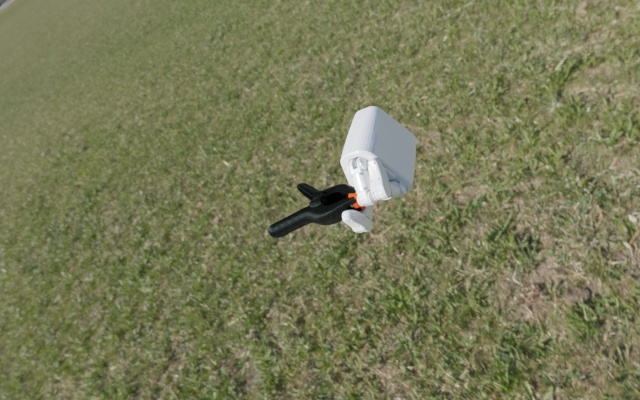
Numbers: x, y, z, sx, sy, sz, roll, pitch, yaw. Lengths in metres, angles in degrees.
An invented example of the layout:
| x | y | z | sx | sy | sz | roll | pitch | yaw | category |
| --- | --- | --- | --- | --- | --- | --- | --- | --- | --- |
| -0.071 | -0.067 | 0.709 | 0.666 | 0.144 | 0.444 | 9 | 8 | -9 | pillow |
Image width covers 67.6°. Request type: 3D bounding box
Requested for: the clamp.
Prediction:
| x | y | z | sx | sy | sz | roll | pitch | yaw | category |
| --- | --- | --- | --- | --- | --- | --- | --- | --- | --- |
| 0.000 | 0.002 | 0.773 | 0.171 | 0.120 | 0.039 | -12 | -48 | 33 | clamp |
